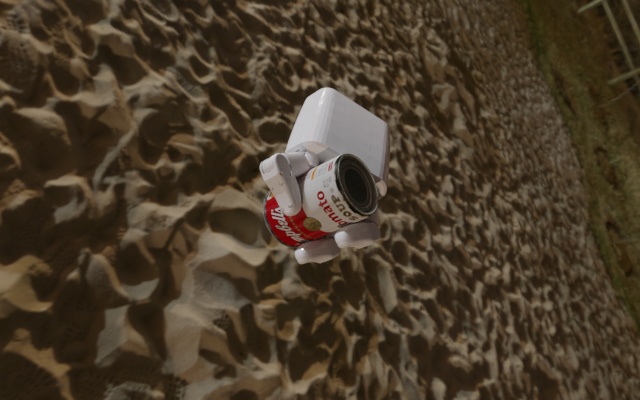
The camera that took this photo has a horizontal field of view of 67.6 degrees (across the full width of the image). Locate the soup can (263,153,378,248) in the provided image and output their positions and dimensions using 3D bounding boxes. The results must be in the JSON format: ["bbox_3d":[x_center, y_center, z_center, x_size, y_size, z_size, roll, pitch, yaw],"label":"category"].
[{"bbox_3d":[0.000,0.002,0.490,0.102,0.068,0.068,-25,-15,35],"label":"soup can"}]
